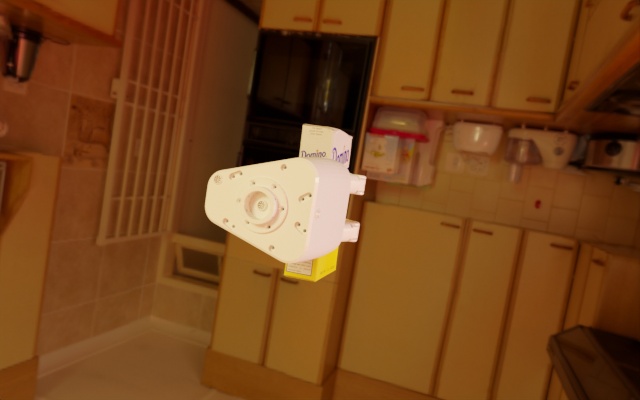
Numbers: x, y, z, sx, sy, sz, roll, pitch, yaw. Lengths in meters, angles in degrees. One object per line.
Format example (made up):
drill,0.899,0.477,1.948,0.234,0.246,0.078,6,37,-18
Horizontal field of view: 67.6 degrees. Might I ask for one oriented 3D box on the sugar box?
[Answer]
sugar box,0.001,0.002,0.580,0.048,0.176,0.093,11,5,16
